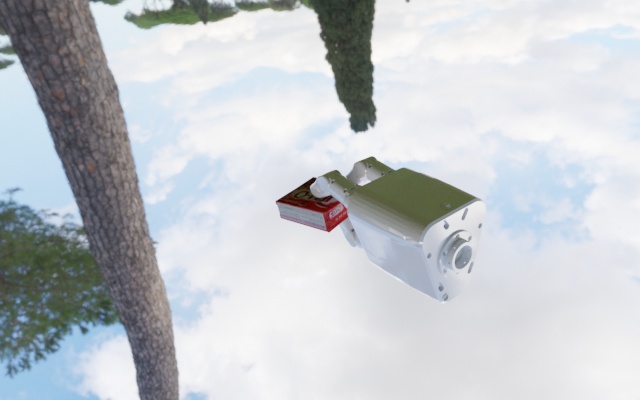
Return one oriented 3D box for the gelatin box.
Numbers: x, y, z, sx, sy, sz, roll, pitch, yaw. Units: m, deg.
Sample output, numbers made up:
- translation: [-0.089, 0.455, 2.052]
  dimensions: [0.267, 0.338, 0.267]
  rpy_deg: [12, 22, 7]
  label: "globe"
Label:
- translation: [0.000, 0.002, 0.604]
  dimensions: [0.089, 0.030, 0.073]
  rpy_deg: [13, 36, 42]
  label: "gelatin box"
